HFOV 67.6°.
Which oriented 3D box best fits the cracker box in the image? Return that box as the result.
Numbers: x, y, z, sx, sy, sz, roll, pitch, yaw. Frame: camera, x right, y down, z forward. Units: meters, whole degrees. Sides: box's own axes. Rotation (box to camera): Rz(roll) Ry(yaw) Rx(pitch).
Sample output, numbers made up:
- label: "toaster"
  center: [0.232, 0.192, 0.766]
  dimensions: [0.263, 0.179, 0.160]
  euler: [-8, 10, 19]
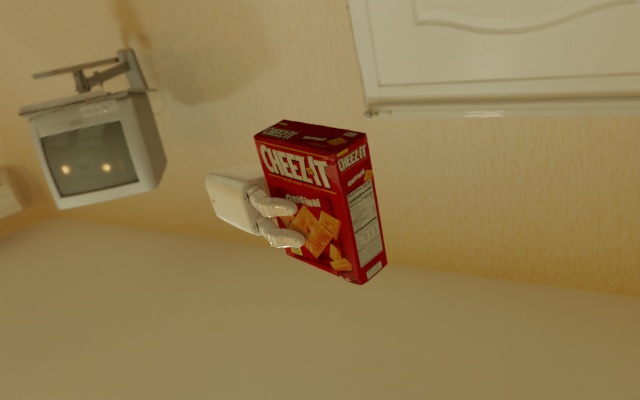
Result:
- label: "cracker box"
  center: [0.000, 0.002, 0.688]
  dimensions: [0.164, 0.214, 0.072]
  euler: [17, 41, 42]
